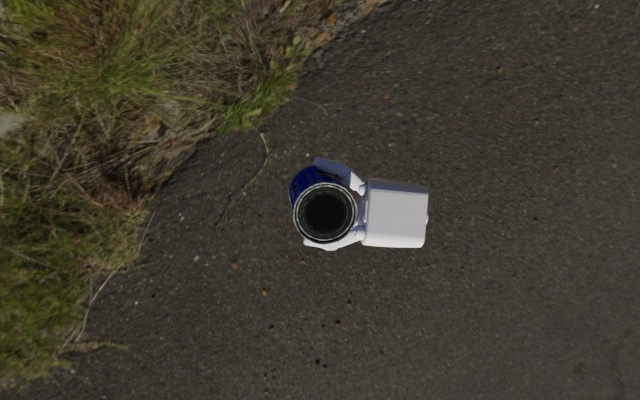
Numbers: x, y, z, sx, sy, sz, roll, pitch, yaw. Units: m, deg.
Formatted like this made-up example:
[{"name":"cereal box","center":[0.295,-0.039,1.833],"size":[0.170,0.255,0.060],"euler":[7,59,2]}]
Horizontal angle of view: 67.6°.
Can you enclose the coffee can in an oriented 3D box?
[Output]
[{"name":"coffee can","center":[0.000,0.003,0.811],"size":[0.103,0.103,0.140],"euler":[0,15,-6]}]
